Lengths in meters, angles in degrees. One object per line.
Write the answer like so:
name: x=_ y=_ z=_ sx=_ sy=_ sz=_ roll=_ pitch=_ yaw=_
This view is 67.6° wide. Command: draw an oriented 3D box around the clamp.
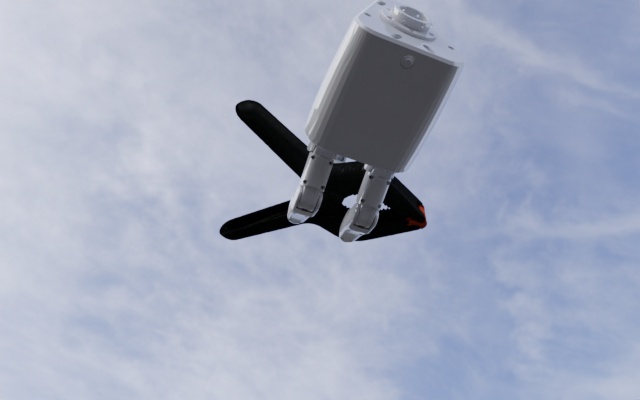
clamp: x=0.001 y=0.001 z=0.479 sx=0.210 sy=0.165 sz=0.036 roll=18 pitch=40 yaw=-10
